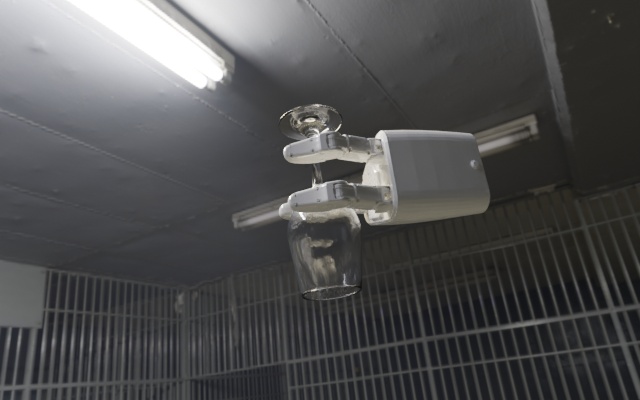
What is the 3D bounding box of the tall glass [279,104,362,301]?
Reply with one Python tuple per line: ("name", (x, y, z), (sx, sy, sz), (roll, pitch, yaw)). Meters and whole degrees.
("tall glass", (0.000, 0.001, 0.515), (0.079, 0.201, 0.079), (-6, -22, -2))
